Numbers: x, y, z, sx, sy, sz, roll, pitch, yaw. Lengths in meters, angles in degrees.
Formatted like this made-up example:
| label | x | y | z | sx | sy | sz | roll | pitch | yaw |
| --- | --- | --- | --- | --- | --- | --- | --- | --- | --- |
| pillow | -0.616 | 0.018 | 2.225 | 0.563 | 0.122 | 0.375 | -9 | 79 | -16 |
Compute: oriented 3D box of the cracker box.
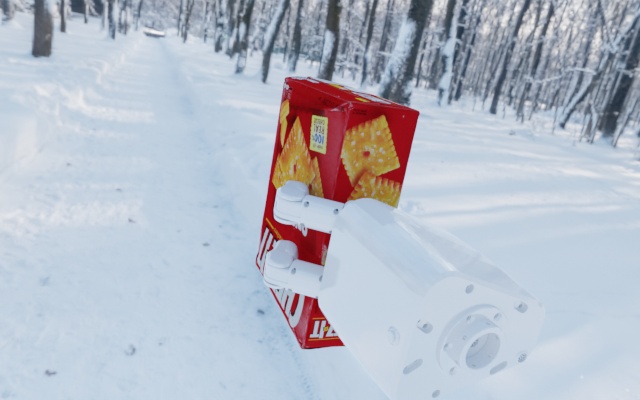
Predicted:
| label | x | y | z | sx | sy | sz | roll | pitch | yaw |
| --- | --- | --- | --- | --- | --- | --- | --- | --- | --- |
| cracker box | 0.000 | 0.001 | 0.449 | 0.072 | 0.214 | 0.164 | 3 | 19 | -23 |
